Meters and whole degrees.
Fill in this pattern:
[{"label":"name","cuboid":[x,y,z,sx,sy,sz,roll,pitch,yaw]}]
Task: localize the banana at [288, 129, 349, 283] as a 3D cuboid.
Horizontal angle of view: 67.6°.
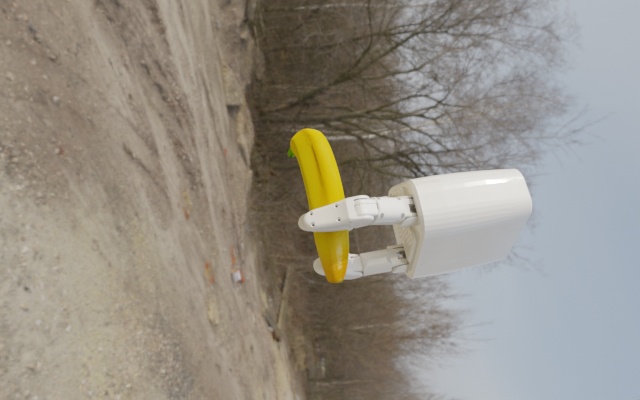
[{"label":"banana","cuboid":[0.000,-0.014,0.476,0.037,0.070,0.197,-8,45,-9]}]
